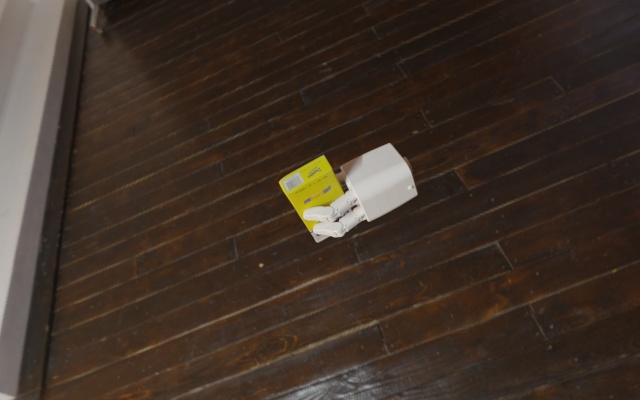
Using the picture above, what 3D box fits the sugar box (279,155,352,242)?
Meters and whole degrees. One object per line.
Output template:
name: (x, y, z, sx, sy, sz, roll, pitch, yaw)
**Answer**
sugar box: (0.000, 0.003, 0.884, 0.093, 0.048, 0.176, -29, -40, 1)
